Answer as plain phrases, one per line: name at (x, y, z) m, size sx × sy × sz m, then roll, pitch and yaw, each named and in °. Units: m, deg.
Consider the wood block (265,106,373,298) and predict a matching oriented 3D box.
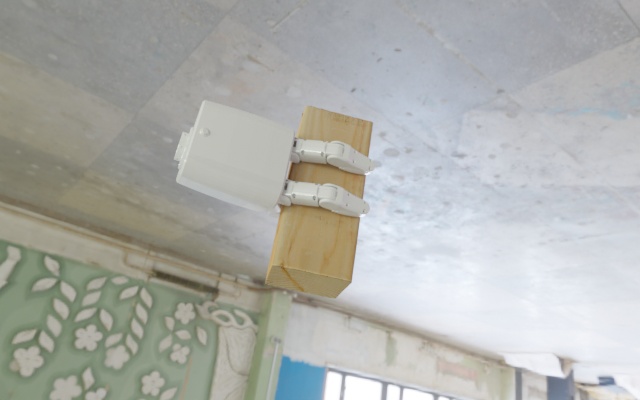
wood block at (0.000, 0.002, 0.583) m, size 0.090 × 0.206 × 0.091 m, roll 13°, pitch -25°, yaw -6°
